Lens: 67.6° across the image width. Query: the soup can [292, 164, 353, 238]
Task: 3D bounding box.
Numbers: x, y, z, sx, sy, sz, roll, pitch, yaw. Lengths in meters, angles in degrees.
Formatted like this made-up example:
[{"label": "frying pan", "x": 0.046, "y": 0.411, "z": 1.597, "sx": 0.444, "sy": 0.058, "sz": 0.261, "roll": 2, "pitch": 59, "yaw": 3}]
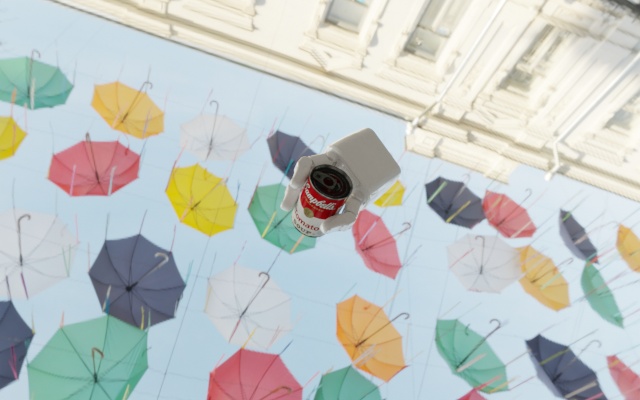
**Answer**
[{"label": "soup can", "x": 0.000, "y": 0.003, "z": 0.739, "sx": 0.068, "sy": 0.068, "sz": 0.102, "roll": 0, "pitch": -38, "yaw": -24}]
